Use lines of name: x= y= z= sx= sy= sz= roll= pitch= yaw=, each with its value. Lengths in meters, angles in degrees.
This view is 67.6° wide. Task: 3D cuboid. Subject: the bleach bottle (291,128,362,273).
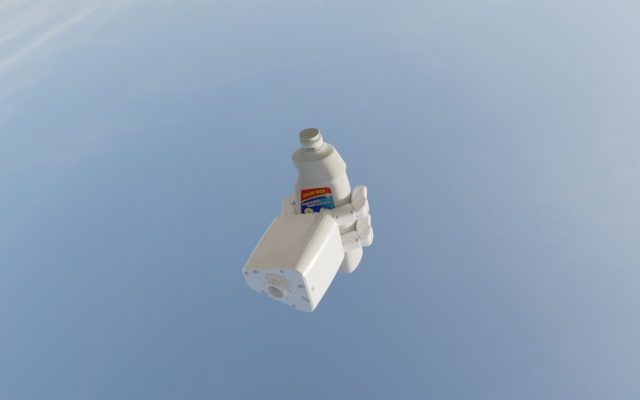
bleach bottle: x=0.000 y=0.002 z=0.731 sx=0.102 sy=0.251 sz=0.068 roll=8 pitch=44 yaw=25
